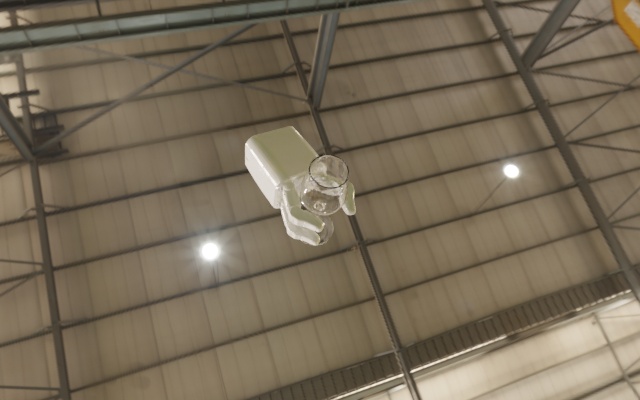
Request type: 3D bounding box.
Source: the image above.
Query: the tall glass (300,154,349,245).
[{"bbox_3d":[0.000,0.003,0.810,0.079,0.079,0.201,0,-28,-9],"label":"tall glass"}]
